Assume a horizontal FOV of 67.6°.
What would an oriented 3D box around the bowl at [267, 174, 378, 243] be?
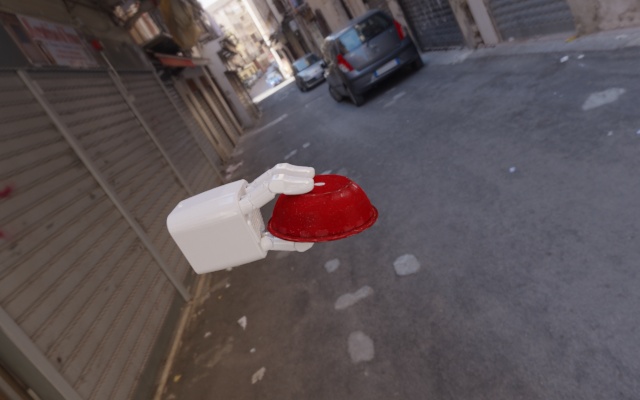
[{"bbox_3d":[0.001,0.002,0.679,0.162,0.055,0.162,-6,19,2],"label":"bowl"}]
